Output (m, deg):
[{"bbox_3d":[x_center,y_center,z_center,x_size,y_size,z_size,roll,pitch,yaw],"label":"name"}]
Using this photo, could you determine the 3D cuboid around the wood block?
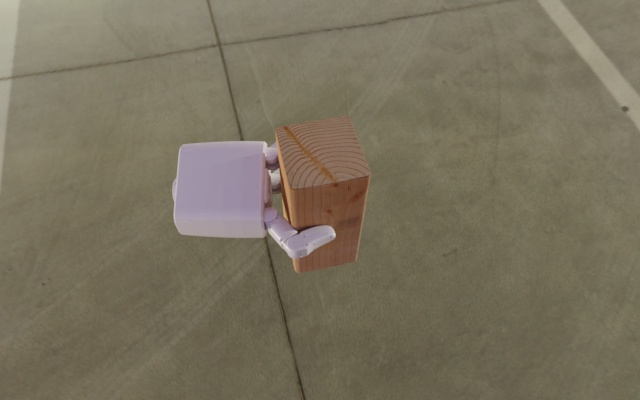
[{"bbox_3d":[0.000,0.002,0.606,0.090,0.090,0.206,-11,-32,-8],"label":"wood block"}]
